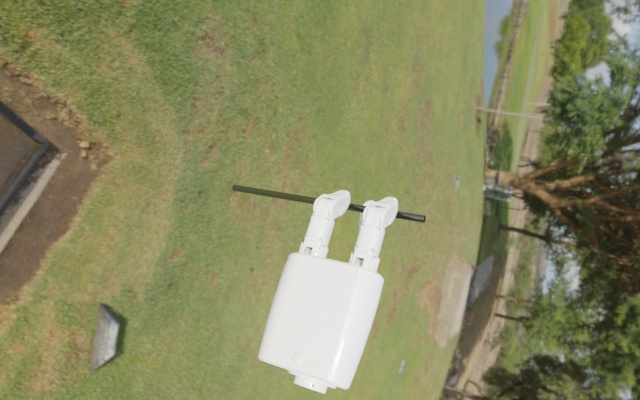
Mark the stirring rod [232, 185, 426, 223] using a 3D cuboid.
[{"bbox_3d":[0.000,0.002,0.544,0.239,0.011,0.011,9,4,25],"label":"stirring rod"}]
